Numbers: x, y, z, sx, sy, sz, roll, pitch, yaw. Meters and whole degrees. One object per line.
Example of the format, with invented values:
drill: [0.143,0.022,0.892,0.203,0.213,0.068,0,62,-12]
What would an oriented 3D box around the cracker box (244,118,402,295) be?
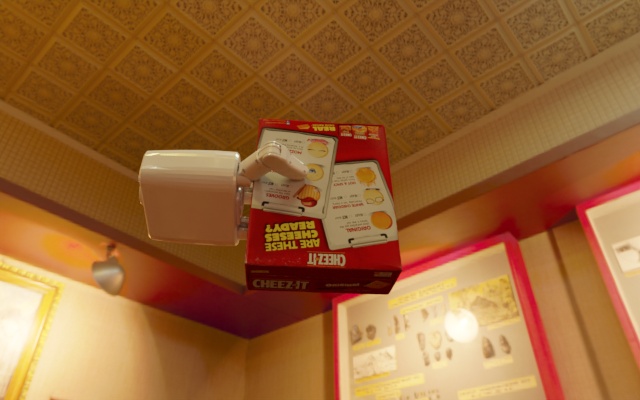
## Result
cracker box: [0.000,0.002,0.571,0.164,0.213,0.072,3,-37,-4]
